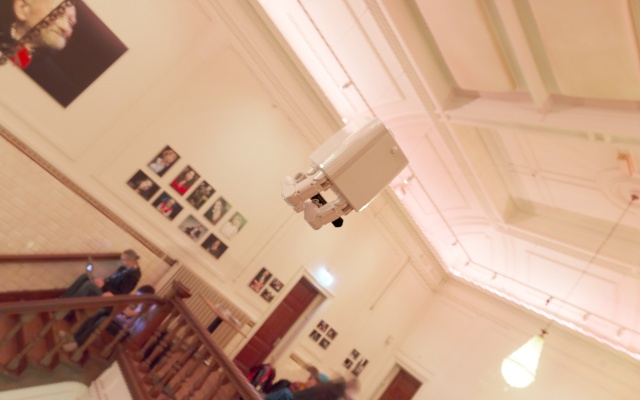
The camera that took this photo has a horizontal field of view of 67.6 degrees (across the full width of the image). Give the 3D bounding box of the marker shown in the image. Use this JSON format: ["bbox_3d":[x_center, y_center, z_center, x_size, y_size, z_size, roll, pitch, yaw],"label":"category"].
[{"bbox_3d":[0.000,0.002,0.725,0.020,0.020,0.121,0,-38,43],"label":"marker"}]
